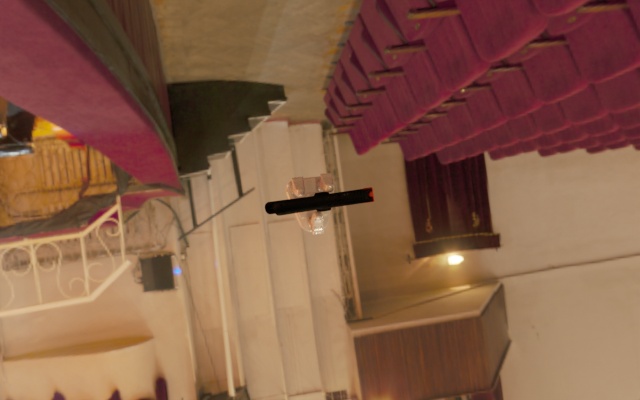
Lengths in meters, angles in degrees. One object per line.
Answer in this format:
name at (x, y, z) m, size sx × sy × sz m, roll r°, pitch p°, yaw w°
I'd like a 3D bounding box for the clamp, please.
clamp at (0.001, 0.004, 0.885) m, size 0.210 × 0.036 × 0.164 m, roll -8°, pitch 2°, yaw -5°
